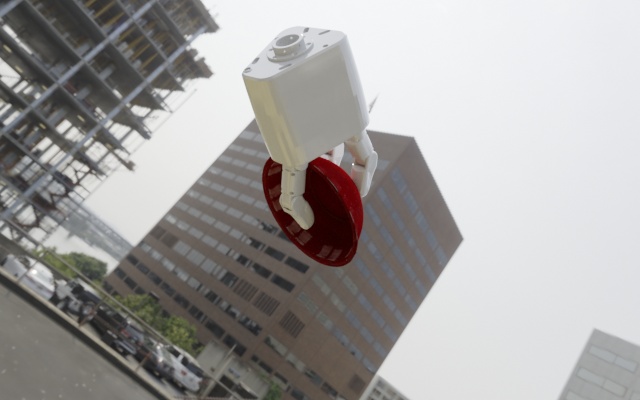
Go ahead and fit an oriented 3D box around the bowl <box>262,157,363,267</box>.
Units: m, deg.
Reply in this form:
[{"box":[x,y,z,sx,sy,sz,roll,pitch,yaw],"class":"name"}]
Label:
[{"box":[0.000,0.003,0.599,0.055,0.162,0.162,-35,21,-33],"class":"bowl"}]
